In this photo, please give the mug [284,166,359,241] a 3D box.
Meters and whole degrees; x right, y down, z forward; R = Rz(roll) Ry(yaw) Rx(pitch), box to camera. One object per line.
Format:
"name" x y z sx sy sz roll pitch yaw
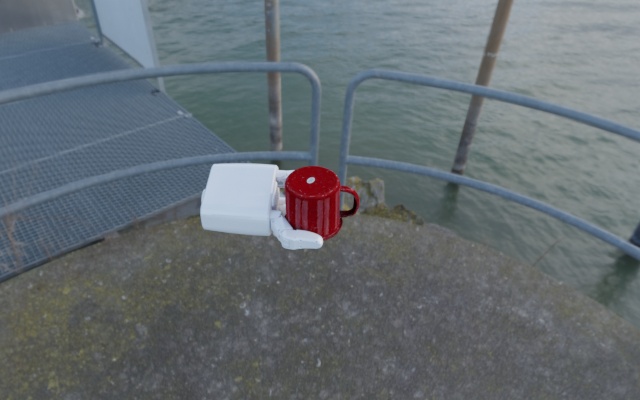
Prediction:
"mug" 0.002 0.002 0.718 0.117 0.082 0.093 1 39 1
